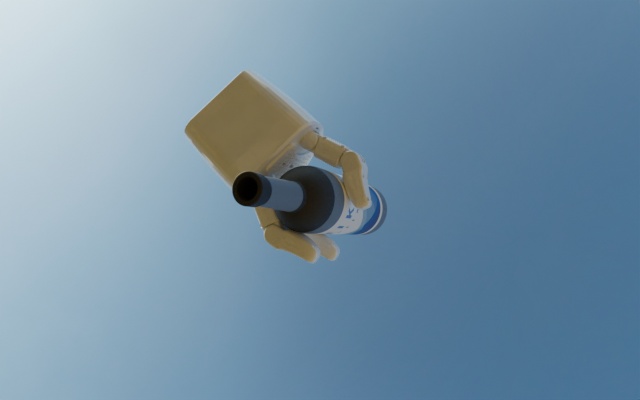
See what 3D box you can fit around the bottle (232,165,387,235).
[{"bbox_3d":[0.000,0.002,0.499,0.069,0.069,0.296,0,-4,23],"label":"bottle"}]
